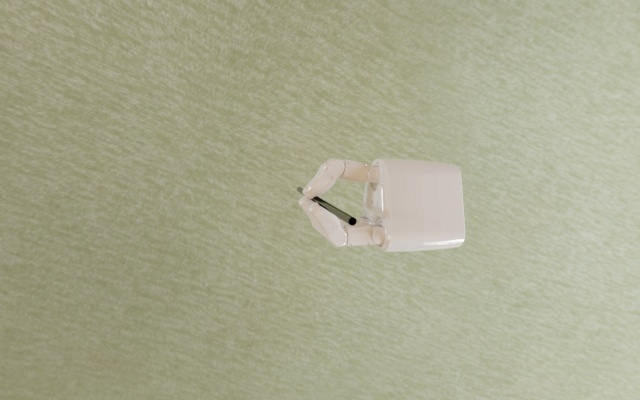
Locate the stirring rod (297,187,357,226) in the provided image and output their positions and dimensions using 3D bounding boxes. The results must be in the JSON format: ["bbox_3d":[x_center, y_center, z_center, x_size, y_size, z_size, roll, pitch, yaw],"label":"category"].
[{"bbox_3d":[0.000,0.002,0.552,0.011,0.011,0.239,0,8,-14],"label":"stirring rod"}]
